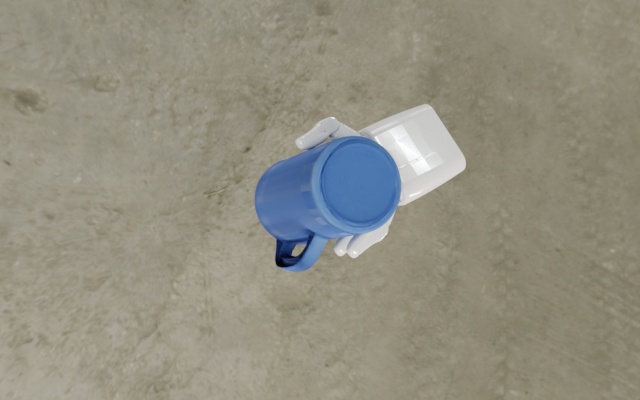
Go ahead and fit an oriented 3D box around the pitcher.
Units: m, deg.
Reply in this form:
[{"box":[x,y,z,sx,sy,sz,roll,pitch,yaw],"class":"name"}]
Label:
[{"box":[0.000,0.002,0.619,0.145,0.149,0.243,-26,4,-19],"class":"pitcher"}]
